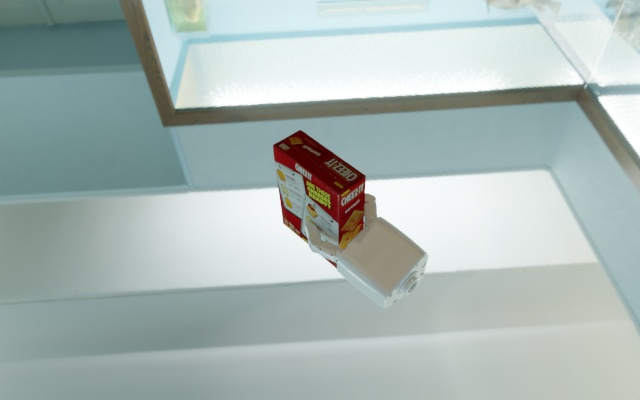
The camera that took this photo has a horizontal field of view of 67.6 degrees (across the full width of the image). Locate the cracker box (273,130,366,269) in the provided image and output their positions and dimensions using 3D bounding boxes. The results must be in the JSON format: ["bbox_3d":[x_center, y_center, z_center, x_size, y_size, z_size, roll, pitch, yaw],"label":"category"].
[{"bbox_3d":[0.000,0.003,0.857,0.072,0.214,0.164,-36,56,-27],"label":"cracker box"}]
